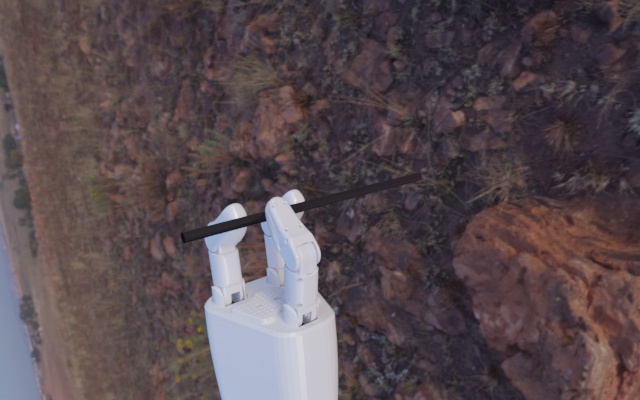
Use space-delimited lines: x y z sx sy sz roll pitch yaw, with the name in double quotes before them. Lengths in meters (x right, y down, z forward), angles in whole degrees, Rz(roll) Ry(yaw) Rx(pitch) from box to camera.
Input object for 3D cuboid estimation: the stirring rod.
"stirring rod" 0.000 0.001 0.402 0.239 0.011 0.011 -14 8 -34
